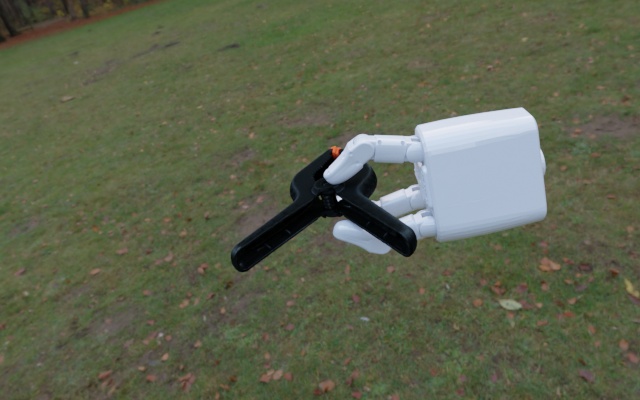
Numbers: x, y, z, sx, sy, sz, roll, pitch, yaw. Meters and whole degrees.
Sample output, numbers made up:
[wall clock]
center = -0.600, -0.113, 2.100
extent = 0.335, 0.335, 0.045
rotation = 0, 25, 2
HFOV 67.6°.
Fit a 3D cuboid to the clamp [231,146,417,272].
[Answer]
[clamp]
center = 0.000, 0.001, 0.489
extent = 0.164, 0.036, 0.209
rotation = -9, 29, 5
